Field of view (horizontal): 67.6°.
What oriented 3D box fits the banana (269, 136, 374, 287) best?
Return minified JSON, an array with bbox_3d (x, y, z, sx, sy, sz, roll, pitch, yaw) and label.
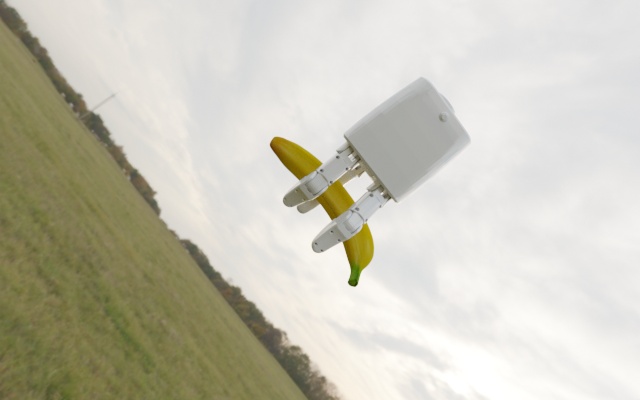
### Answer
[{"bbox_3d":[0.011,0.003,0.565,0.037,0.197,0.069,-38,-13,28],"label":"banana"}]
